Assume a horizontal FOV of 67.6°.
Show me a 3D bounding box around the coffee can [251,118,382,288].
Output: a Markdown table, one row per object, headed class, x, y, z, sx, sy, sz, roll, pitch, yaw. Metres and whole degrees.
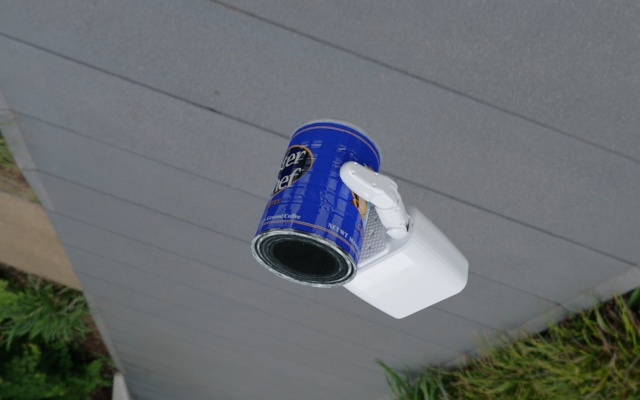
| class | x | y | z | sx | sy | sz | roll | pitch | yaw |
| --- | --- | --- | --- | --- | --- | --- | --- | --- | --- |
| coffee can | 0.000 | 0.001 | 0.483 | 0.103 | 0.140 | 0.103 | 11 | -34 | 8 |
